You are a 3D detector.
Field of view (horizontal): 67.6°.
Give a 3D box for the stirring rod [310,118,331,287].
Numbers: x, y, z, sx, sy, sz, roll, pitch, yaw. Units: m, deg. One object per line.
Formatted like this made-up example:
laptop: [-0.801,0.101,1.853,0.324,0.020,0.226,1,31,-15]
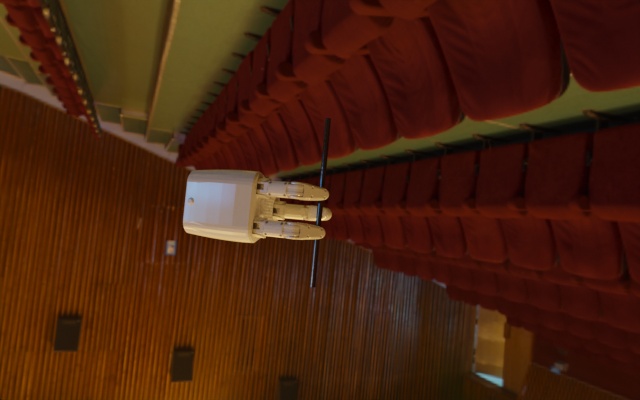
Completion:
stirring rod: [0.000,0.002,0.678,0.011,0.239,0.011,5,-3,0]
